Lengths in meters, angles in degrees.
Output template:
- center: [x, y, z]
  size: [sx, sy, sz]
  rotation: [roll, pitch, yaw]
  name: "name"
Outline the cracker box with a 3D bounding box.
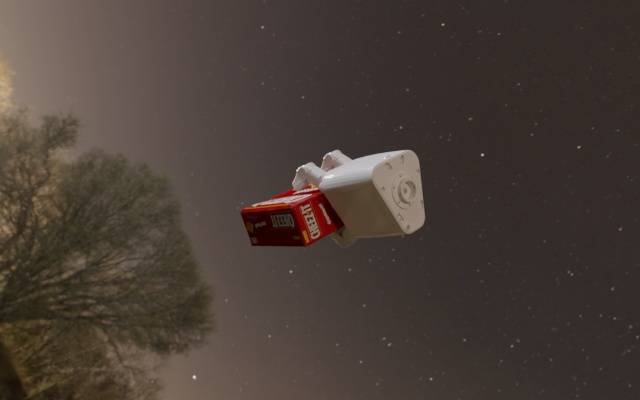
- center: [0.000, 0.003, 0.785]
  size: [0.213, 0.072, 0.164]
  rotation: [-25, 11, -35]
  name: "cracker box"
